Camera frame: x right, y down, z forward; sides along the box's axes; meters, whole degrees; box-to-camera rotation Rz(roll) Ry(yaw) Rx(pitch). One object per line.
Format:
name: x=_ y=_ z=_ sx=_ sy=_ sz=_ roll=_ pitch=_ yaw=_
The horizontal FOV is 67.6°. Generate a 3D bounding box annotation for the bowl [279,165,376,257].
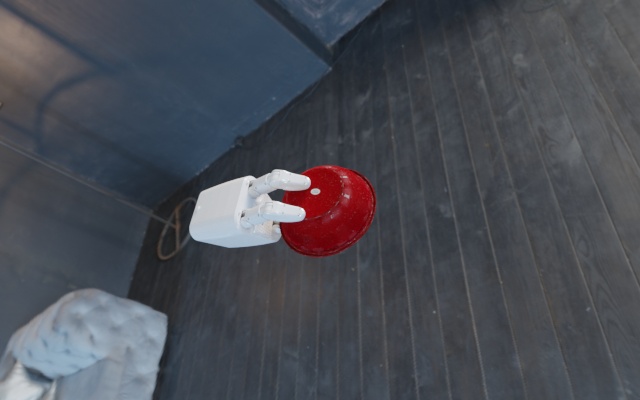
bowl: x=0.001 y=0.002 z=0.725 sx=0.162 sy=0.162 sz=0.055 roll=0 pitch=-32 yaw=25
